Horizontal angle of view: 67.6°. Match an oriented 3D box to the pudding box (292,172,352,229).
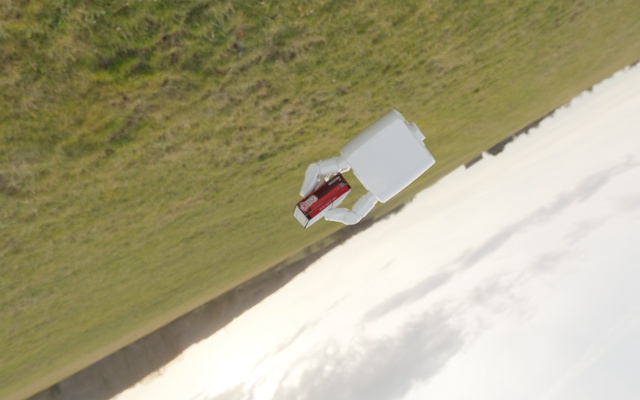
[{"bbox_3d":[0.000,0.003,0.803,0.090,0.039,0.113,-36,-7,-11],"label":"pudding box"}]
